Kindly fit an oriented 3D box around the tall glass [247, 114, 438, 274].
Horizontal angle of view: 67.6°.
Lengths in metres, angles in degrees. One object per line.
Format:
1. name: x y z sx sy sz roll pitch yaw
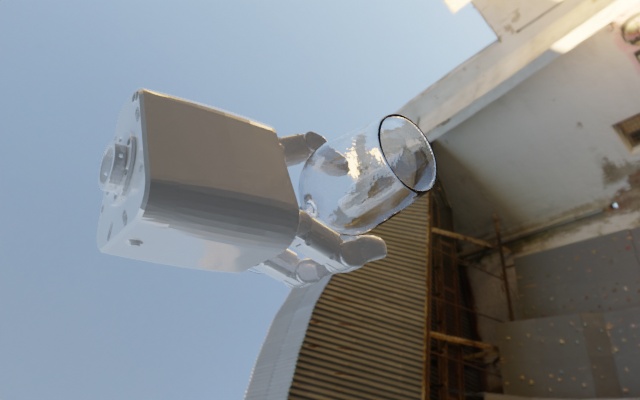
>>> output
1. tall glass: 0.000 0.002 0.404 0.079 0.079 0.201 0 -21 -43
